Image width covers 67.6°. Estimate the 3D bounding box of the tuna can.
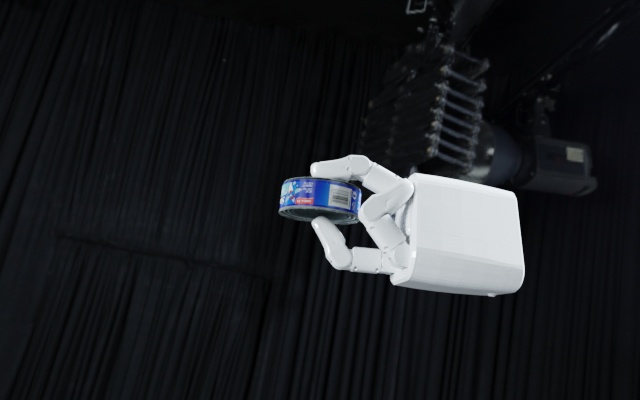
[{"bbox_3d":[0.000,0.001,0.507,0.086,0.033,0.086,6,-12,1],"label":"tuna can"}]
